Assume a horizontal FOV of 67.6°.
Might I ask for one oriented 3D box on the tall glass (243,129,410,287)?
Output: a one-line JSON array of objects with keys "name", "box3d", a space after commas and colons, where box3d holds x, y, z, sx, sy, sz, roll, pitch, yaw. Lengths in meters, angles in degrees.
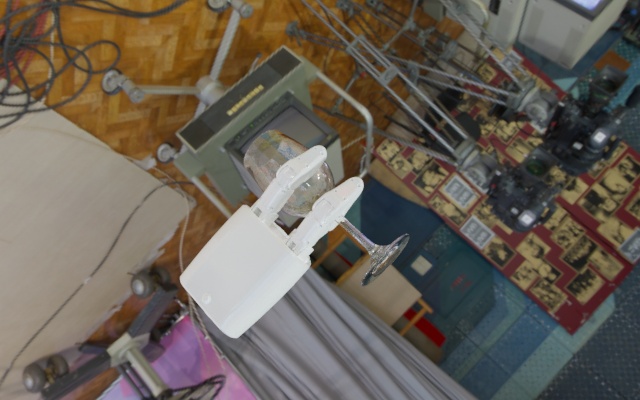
[{"name": "tall glass", "box3d": [0.001, 0.002, 0.541, 0.201, 0.079, 0.079, 42, 17, 20]}]
